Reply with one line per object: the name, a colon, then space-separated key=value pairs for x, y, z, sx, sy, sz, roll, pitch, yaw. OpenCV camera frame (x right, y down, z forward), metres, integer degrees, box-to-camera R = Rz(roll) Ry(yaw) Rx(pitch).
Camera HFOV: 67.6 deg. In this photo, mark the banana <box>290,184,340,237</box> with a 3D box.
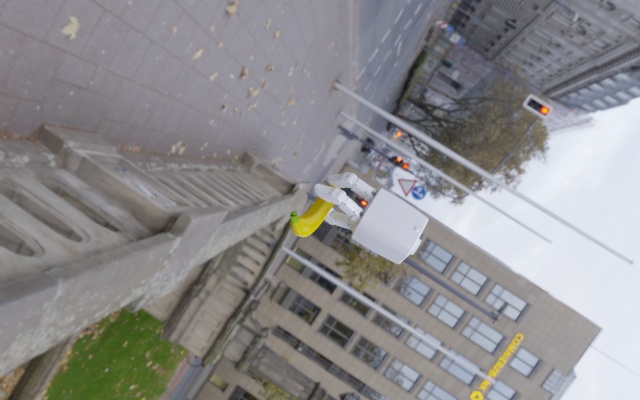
banana: x=-0.008 y=0.019 z=0.884 sx=0.037 sy=0.070 sz=0.197 roll=30 pitch=31 yaw=11
